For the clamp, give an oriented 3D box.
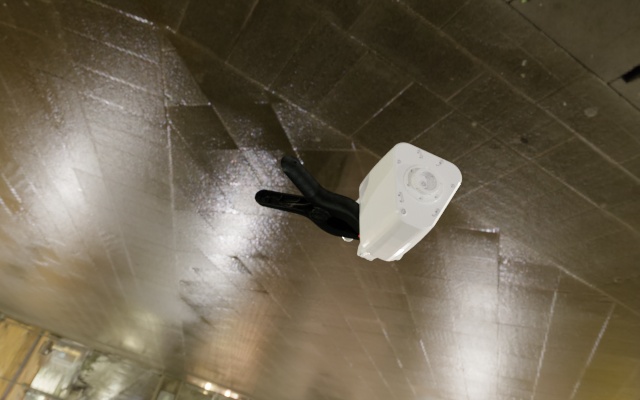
[{"bbox_3d":[0.000,0.003,0.640,0.171,0.039,0.120,22,-27,-6],"label":"clamp"}]
